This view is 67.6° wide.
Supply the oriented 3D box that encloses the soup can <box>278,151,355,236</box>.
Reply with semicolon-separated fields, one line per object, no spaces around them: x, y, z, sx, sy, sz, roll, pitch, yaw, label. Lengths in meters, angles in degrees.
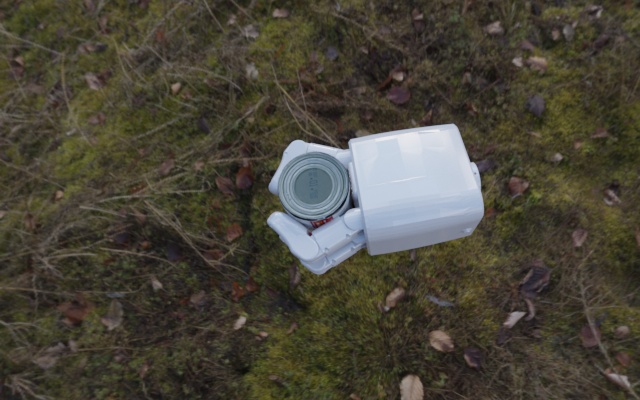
0.000;0.001;0.474;0.068;0.068;0.102;0;-18;8;soup can
